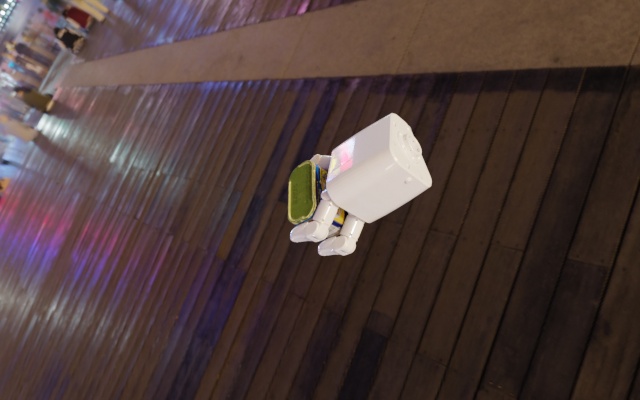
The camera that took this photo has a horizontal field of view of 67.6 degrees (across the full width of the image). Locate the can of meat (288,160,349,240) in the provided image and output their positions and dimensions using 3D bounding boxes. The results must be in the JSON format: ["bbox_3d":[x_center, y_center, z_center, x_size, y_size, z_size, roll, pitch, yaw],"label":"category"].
[{"bbox_3d":[0.000,0.002,0.696,0.057,0.102,0.084,-28,-42,34],"label":"can of meat"}]
